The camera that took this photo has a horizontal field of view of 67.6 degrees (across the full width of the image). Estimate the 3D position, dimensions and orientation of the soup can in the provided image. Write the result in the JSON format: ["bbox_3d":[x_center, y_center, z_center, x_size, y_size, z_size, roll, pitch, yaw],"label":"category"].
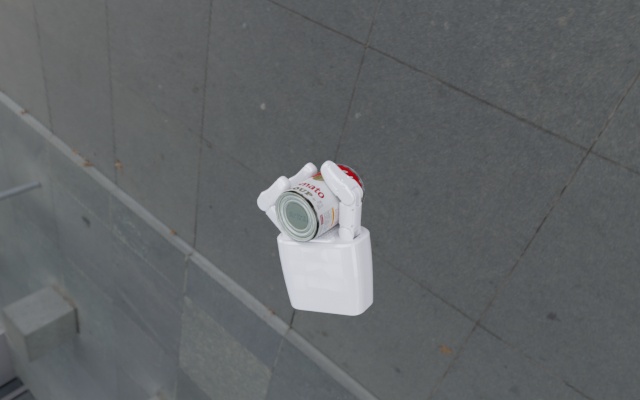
[{"bbox_3d":[0.000,0.002,0.599,0.068,0.068,0.102,0,21,40],"label":"soup can"}]
